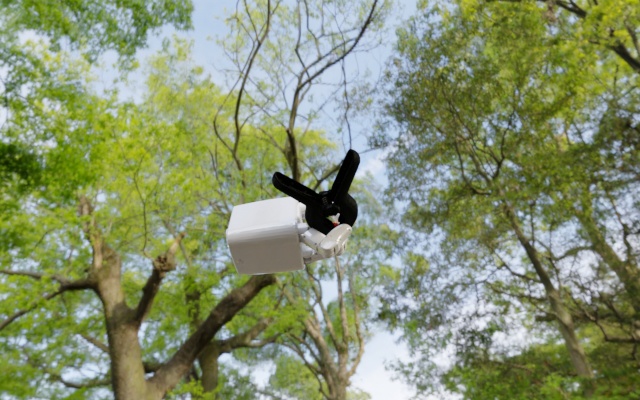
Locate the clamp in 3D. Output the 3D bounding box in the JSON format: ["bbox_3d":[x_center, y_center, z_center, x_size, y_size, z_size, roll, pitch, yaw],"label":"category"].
[{"bbox_3d":[0.000,0.002,0.683,0.120,0.039,0.172,-7,-44,1],"label":"clamp"}]
